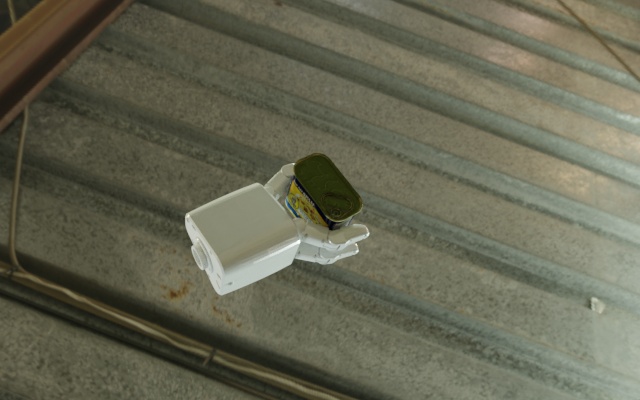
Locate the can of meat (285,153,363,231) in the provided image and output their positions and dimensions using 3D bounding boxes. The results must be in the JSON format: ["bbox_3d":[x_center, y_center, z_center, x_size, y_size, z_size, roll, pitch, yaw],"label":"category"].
[{"bbox_3d":[0.000,0.002,0.643,0.057,0.102,0.084,-28,-20,-28],"label":"can of meat"}]
